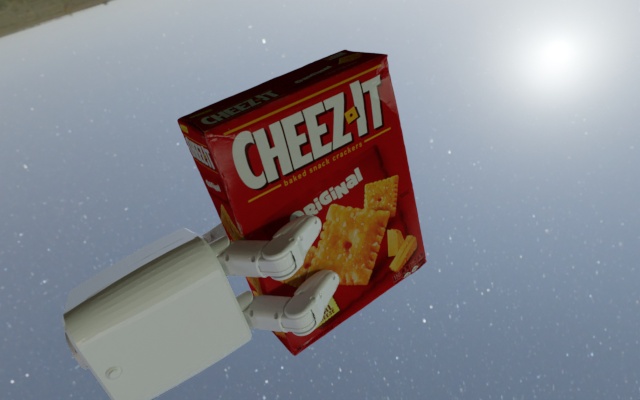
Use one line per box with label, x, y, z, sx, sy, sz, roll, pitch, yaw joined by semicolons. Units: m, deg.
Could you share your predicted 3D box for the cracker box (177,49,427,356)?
cracker box;0.000;0.001;0.414;0.164;0.214;0.072;-29;31;-22
